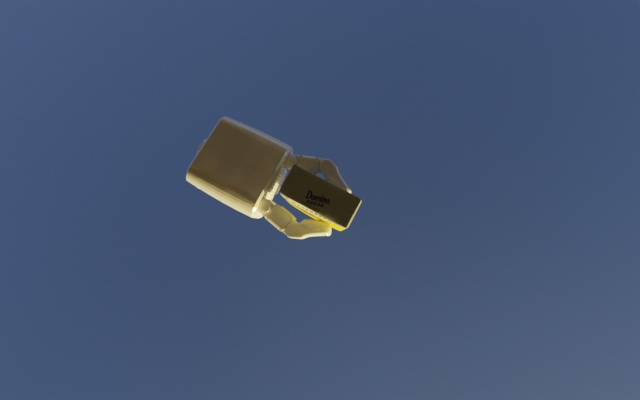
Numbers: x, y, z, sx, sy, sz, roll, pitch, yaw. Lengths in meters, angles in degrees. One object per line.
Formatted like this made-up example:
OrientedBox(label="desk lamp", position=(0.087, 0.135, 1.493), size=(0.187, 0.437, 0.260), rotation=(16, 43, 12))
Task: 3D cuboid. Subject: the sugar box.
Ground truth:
OrientedBox(label="sugar box", position=(0.000, 0.003, 0.638), size=(0.093, 0.048, 0.176), rotation=(28, -1, 3))
